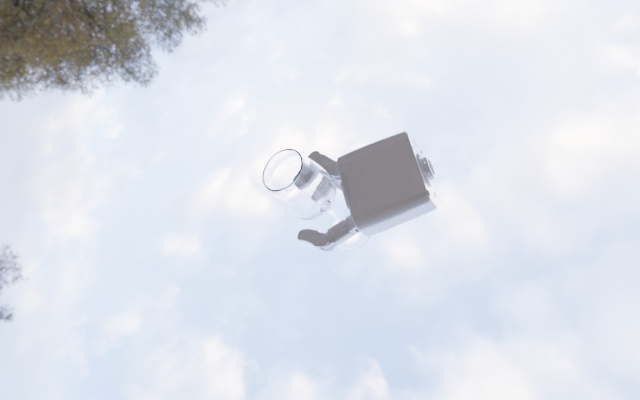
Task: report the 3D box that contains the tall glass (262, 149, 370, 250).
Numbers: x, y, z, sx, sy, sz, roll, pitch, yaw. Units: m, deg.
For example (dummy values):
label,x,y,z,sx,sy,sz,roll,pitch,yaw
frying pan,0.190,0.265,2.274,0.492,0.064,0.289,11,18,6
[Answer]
label,x,y,z,sx,sy,sz,roll,pitch,yaw
tall glass,0.000,0.003,0.680,0.079,0.079,0.201,0,-25,33
